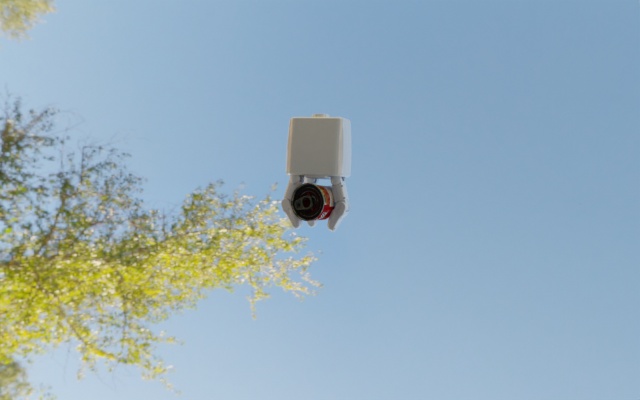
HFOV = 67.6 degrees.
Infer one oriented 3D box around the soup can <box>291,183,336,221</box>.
[{"bbox_3d":[0.000,0.003,0.887,0.068,0.068,0.102,0,0,29],"label":"soup can"}]
